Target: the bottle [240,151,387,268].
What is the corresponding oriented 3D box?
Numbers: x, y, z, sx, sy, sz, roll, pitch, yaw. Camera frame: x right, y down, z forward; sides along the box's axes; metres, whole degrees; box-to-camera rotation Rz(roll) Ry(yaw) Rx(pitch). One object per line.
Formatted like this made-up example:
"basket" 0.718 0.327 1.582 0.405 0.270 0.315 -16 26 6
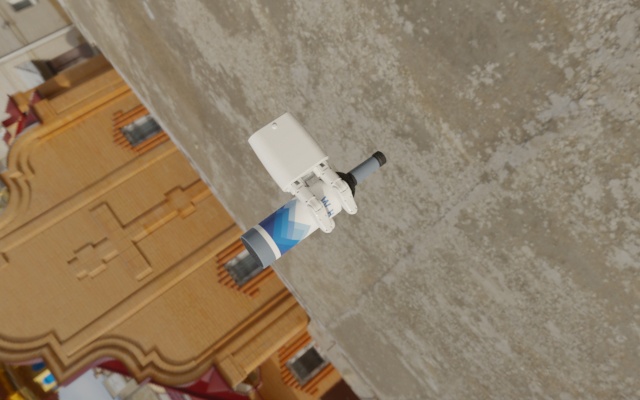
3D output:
"bottle" 0.000 0.003 0.830 0.295 0.069 0.069 -36 13 -19
